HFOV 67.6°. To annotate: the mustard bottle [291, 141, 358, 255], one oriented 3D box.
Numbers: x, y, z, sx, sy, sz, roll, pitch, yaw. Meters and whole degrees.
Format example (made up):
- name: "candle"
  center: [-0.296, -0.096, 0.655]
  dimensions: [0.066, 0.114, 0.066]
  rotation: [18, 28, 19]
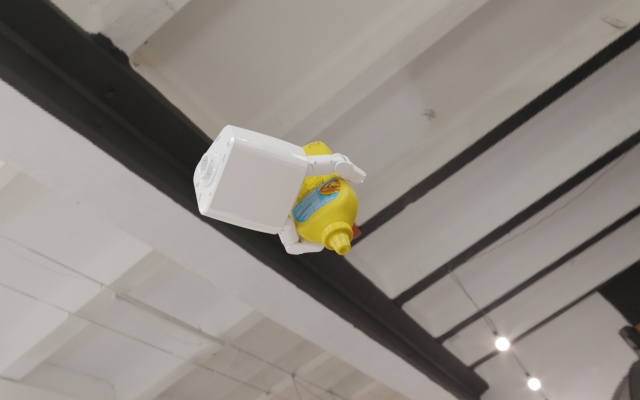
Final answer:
- name: "mustard bottle"
  center: [0.000, 0.002, 0.665]
  dimensions: [0.096, 0.191, 0.058]
  rotation: [-36, -47, 10]
